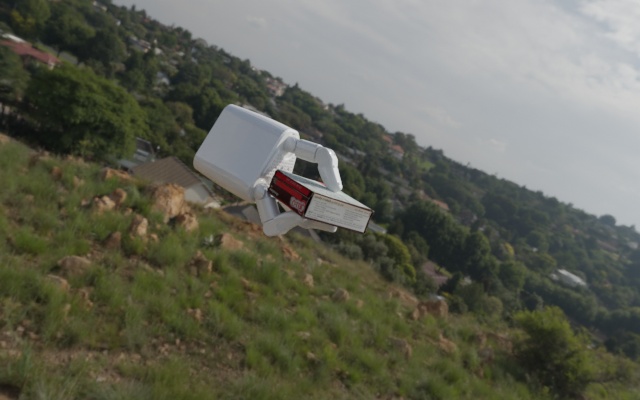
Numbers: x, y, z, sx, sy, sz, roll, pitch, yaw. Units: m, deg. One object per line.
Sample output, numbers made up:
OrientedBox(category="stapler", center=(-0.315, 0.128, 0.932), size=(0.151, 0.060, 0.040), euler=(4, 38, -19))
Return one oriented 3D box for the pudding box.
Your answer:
OrientedBox(category="pudding box", center=(0.000, 0.002, 0.620), size=(0.113, 0.039, 0.090), euler=(15, 13, -40))
